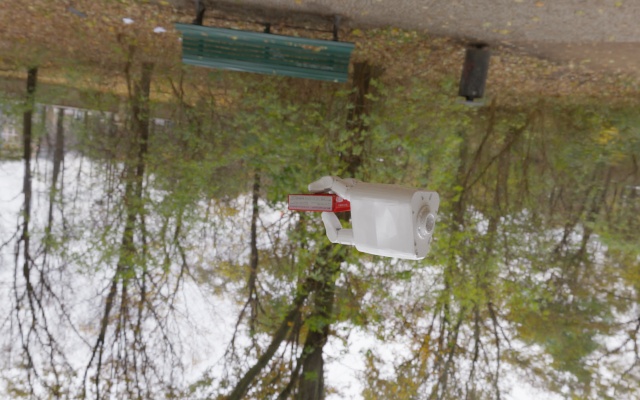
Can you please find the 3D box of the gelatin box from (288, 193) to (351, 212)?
[{"bbox_3d":[0.000,0.003,0.809,0.089,0.030,0.073,1,2,27],"label":"gelatin box"}]
